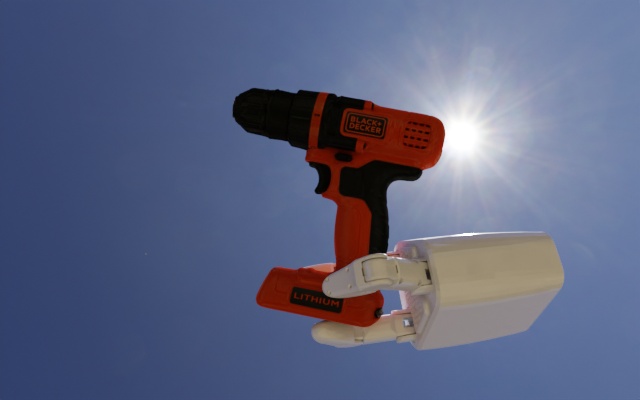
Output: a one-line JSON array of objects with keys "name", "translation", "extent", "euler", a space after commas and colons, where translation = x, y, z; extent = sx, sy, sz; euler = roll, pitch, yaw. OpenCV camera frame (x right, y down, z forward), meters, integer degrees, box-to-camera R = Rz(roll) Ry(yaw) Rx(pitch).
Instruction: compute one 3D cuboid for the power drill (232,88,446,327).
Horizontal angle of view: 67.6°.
[{"name": "power drill", "translation": [0.000, 0.002, 0.406], "extent": [0.184, 0.187, 0.057], "euler": [11, -2, 8]}]
